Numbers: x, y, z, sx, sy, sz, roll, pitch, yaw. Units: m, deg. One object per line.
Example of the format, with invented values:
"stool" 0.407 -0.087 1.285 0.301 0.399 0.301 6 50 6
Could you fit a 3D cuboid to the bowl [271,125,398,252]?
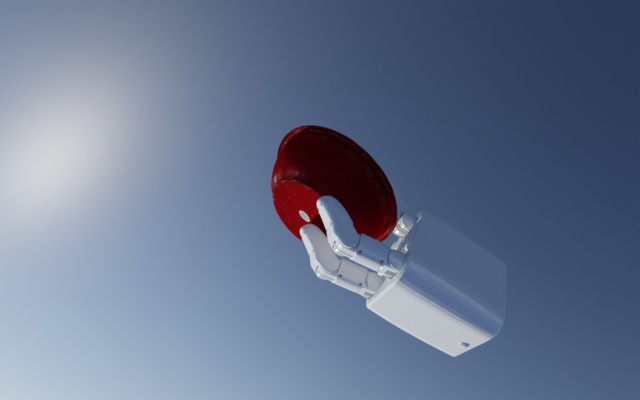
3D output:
"bowl" -0.001 0.001 0.520 0.162 0.162 0.055 0 35 46
